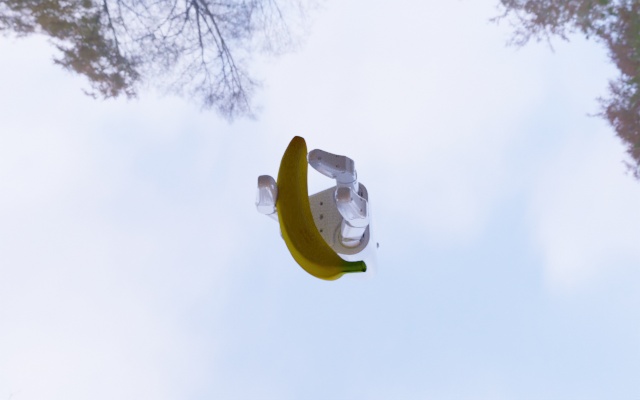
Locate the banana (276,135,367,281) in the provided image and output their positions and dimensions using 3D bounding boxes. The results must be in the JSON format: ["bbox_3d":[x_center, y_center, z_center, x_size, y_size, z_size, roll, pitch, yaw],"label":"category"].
[{"bbox_3d":[-0.015,0.014,0.510,0.069,0.197,0.037,-31,-36,8],"label":"banana"}]
